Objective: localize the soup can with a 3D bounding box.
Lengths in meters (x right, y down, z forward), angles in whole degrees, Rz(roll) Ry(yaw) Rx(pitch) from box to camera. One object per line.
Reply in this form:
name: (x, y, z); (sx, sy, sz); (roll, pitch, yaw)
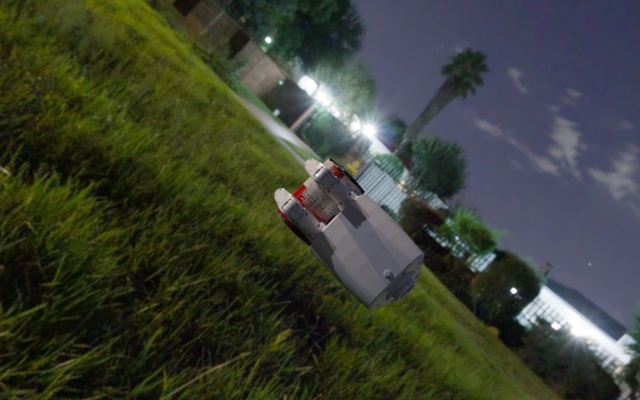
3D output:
soup can: (0.000, 0.002, 0.631); (0.068, 0.102, 0.068); (45, 1, -1)
